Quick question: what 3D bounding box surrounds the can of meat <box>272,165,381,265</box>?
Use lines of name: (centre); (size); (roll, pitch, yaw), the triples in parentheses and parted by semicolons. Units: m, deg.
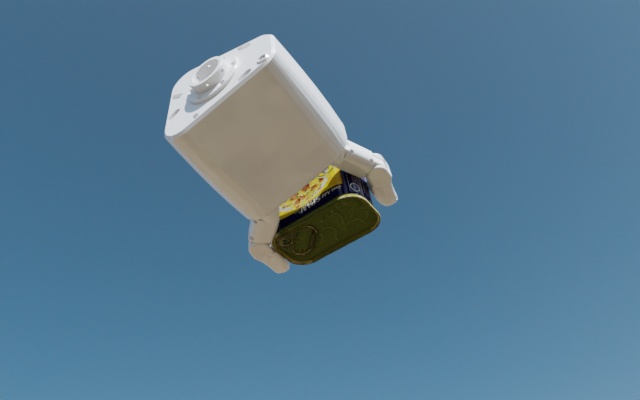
can of meat: (0.000, 0.001, 0.471); (0.102, 0.083, 0.057); (-31, -48, 19)
